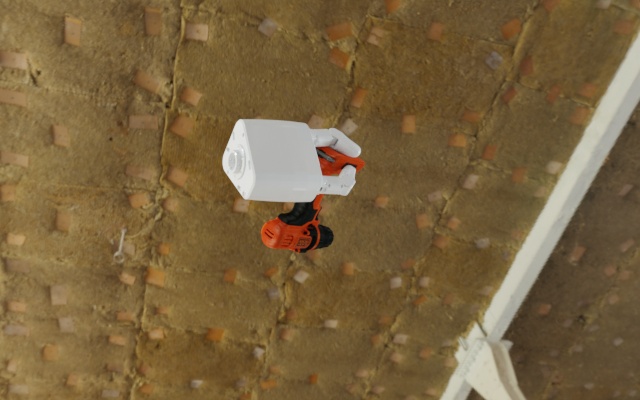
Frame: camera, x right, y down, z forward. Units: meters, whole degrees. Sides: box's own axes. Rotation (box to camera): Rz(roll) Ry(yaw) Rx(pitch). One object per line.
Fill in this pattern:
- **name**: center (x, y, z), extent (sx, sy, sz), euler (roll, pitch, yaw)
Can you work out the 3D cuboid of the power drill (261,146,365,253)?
- **power drill**: center (0.000, 0.002, 0.800), extent (0.057, 0.188, 0.184), euler (33, 12, 28)
